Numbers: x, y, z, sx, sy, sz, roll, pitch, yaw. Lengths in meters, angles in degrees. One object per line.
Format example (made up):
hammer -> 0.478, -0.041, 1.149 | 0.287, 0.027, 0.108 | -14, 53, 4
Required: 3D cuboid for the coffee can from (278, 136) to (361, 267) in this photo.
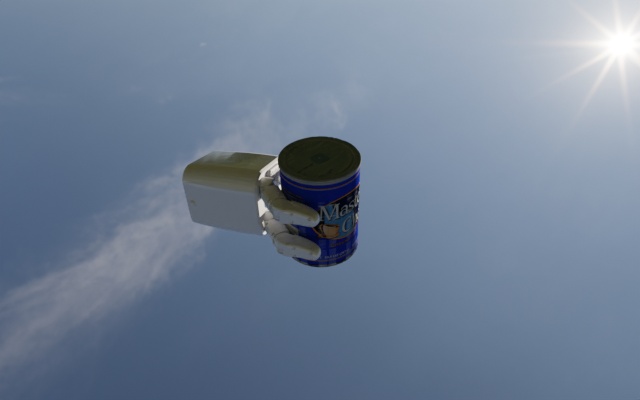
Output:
coffee can -> 0.000, 0.002, 0.626 | 0.103, 0.140, 0.102 | -1, 37, 1
